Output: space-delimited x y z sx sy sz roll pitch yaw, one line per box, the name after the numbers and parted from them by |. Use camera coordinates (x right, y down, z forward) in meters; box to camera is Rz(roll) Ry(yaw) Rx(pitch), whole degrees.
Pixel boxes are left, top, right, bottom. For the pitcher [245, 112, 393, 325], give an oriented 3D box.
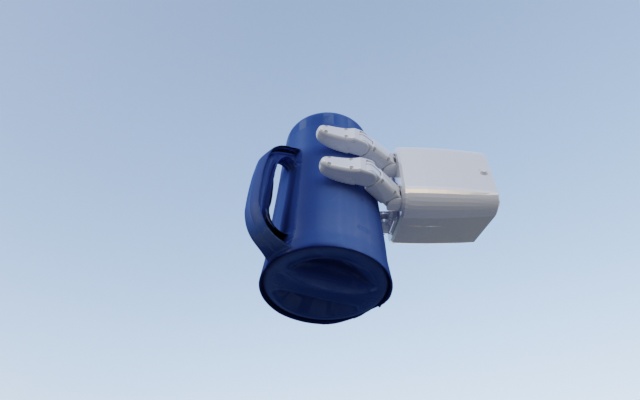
0.000 0.002 0.547 0.145 0.242 0.149 1 -45 -1 | pitcher
